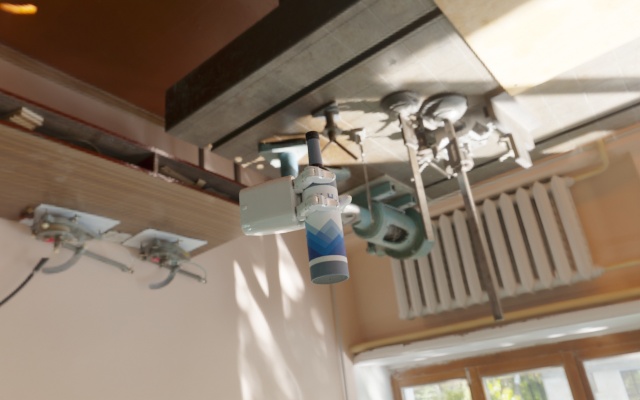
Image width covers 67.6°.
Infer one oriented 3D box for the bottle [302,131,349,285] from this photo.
[{"bbox_3d":[0.000,0.003,0.882,0.069,0.295,0.069,-6,-23,-3],"label":"bottle"}]
